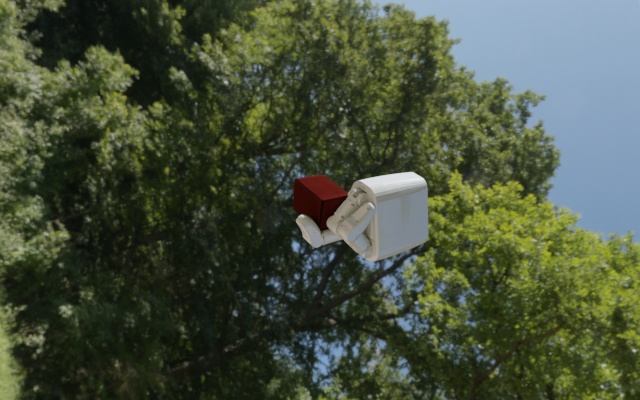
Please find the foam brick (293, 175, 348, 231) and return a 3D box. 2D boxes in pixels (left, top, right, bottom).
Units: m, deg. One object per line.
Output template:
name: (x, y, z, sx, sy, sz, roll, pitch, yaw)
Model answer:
foam brick: (0.000, 0.002, 0.714, 0.051, 0.053, 0.078, -13, 33, -30)
